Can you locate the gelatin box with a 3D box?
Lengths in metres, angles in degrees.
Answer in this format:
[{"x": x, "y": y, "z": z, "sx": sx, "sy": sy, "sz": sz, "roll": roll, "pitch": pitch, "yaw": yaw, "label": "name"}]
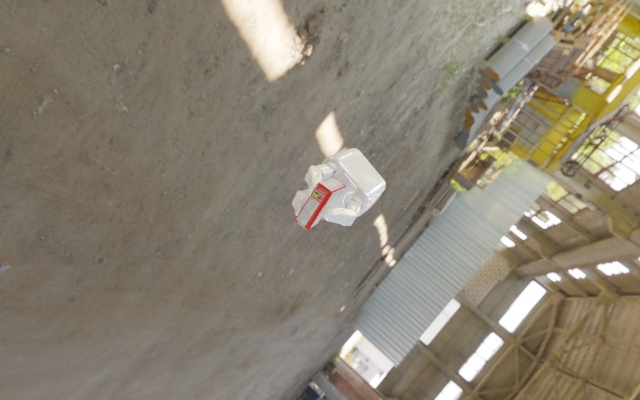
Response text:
[{"x": 0.000, "y": 0.003, "z": 0.766, "sx": 0.030, "sy": 0.073, "sz": 0.089, "roll": 36, "pitch": 17, "yaw": 8, "label": "gelatin box"}]
